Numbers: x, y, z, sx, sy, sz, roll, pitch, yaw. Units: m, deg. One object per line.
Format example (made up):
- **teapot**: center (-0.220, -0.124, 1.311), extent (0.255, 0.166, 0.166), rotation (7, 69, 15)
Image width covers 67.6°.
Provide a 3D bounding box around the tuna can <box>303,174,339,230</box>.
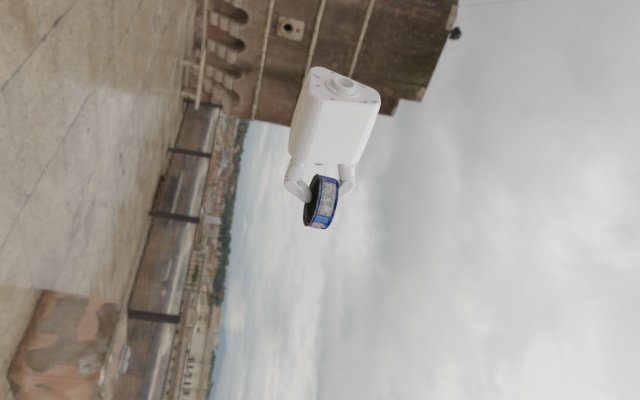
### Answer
- **tuna can**: center (0.001, 0.003, 0.761), extent (0.034, 0.086, 0.086), rotation (13, -3, -14)
